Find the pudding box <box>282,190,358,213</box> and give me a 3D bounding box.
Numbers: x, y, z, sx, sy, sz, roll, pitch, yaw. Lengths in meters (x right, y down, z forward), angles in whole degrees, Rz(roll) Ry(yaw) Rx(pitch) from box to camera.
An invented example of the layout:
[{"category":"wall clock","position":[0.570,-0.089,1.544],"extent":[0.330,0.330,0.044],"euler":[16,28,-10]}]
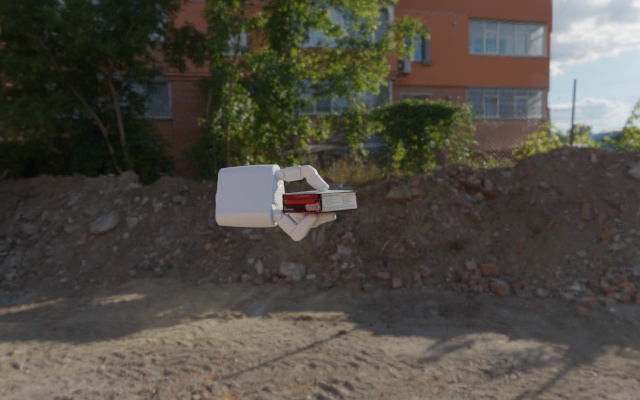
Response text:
[{"category":"pudding box","position":[0.000,0.003,0.855],"extent":[0.090,0.039,0.113],"euler":[1,5,38]}]
